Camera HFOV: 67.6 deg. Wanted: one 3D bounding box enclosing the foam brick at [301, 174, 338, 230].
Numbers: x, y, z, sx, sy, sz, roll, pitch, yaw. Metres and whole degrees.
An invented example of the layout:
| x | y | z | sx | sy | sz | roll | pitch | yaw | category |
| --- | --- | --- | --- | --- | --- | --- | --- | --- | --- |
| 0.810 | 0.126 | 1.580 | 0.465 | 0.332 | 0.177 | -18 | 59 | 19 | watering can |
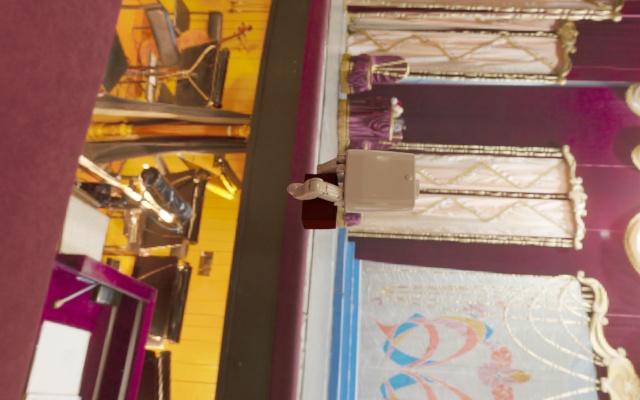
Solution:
| x | y | z | sx | sy | sz | roll | pitch | yaw | category |
| --- | --- | --- | --- | --- | --- | --- | --- | --- | --- |
| 0.000 | 0.003 | 0.751 | 0.051 | 0.078 | 0.053 | 2 | -18 | 5 | foam brick |
